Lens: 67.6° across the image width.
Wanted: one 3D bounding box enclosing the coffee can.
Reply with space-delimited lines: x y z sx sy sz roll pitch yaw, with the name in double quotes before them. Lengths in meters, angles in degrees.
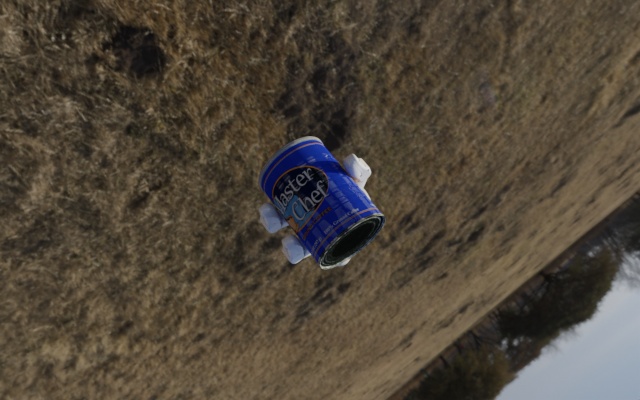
"coffee can" 0.000 0.002 0.613 0.103 0.140 0.103 -32 -24 -16
